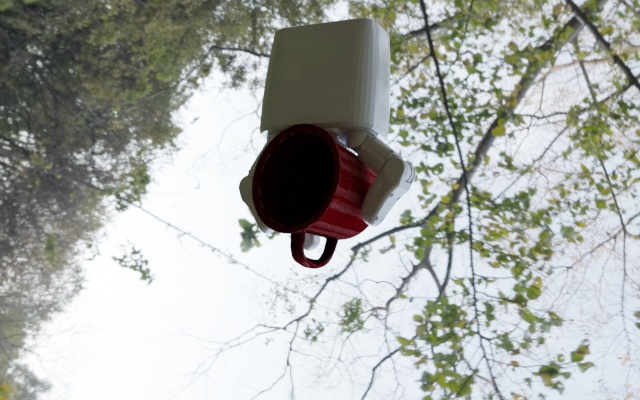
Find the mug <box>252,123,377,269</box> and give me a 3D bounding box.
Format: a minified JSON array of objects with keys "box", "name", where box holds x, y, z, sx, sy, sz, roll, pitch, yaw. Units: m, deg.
[{"box":[0.000,0.003,0.418,0.093,0.117,0.081,-4,-15,36],"name":"mug"}]
